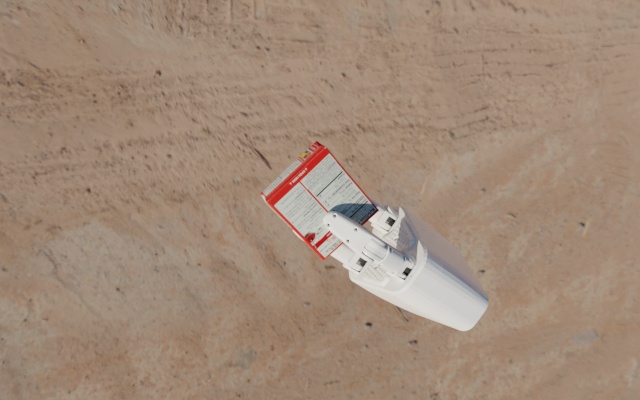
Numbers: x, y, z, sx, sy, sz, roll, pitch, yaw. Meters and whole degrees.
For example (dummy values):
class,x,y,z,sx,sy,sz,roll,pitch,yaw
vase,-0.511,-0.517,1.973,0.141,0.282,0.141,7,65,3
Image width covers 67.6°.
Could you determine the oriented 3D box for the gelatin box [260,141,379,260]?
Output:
class,x,y,z,sx,sy,sz,roll,pitch,yaw
gelatin box,0.000,0.001,0.449,0.089,0.073,0.030,48,-2,-26
